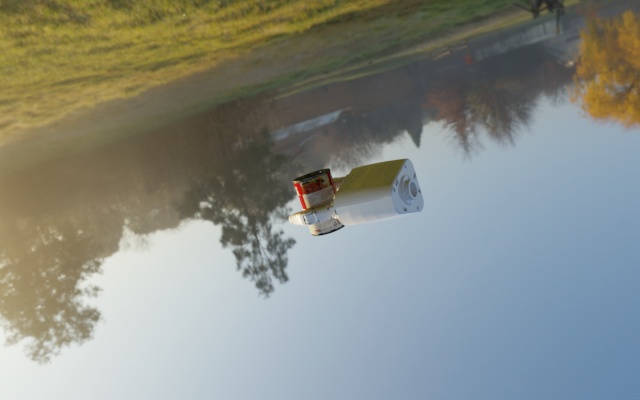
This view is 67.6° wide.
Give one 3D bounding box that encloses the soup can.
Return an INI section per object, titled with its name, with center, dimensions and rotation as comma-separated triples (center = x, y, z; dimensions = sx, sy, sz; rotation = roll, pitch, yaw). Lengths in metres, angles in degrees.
[soup can]
center = 0.000, 0.003, 0.830
dimensions = 0.068, 0.102, 0.068
rotation = -18, 10, 3
